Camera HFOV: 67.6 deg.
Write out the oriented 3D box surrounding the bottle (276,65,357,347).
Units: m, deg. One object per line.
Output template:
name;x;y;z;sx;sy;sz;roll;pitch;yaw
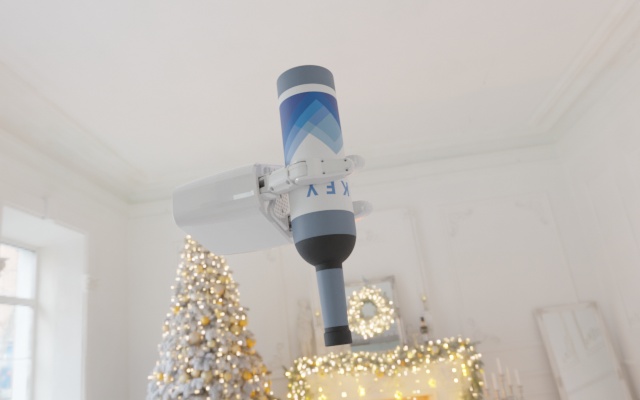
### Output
bottle;0.000;0.001;0.508;0.069;0.295;0.069;-7;-17;-2
